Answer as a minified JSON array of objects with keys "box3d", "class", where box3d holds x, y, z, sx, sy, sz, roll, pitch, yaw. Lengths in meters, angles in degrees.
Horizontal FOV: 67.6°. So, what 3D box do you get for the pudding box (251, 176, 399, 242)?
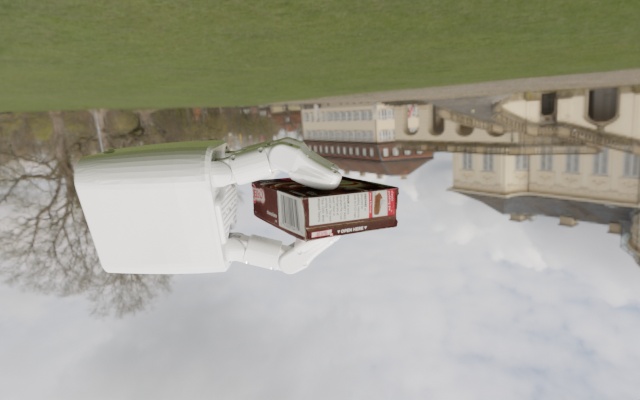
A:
[{"box3d":[0.000,0.002,0.421,0.090,0.039,0.113,-7,14,-27],"class":"pudding box"}]
